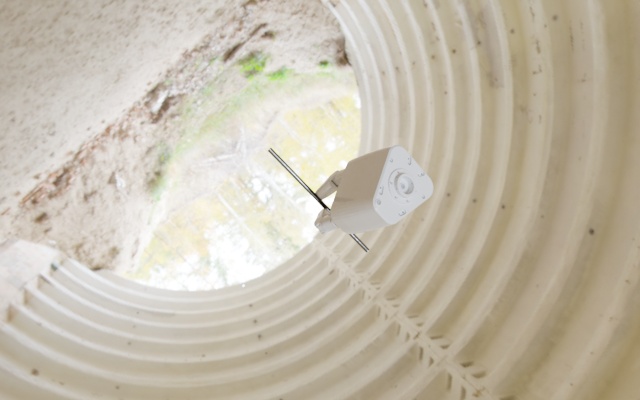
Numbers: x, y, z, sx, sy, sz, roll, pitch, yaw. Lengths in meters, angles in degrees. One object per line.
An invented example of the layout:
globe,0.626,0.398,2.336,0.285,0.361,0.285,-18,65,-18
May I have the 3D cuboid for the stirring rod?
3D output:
stirring rod,0.000,0.003,0.784,0.239,0.011,0.011,46,-16,-16
